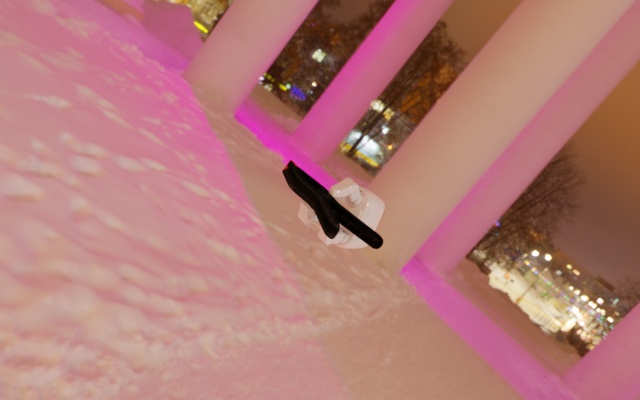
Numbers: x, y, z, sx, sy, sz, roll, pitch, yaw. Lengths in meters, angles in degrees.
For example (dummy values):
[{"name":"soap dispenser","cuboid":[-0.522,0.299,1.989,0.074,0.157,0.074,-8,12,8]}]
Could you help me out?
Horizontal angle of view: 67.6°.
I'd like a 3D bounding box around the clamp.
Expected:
[{"name":"clamp","cuboid":[0.000,0.002,0.778,0.210,0.036,0.164,44,13,24]}]
